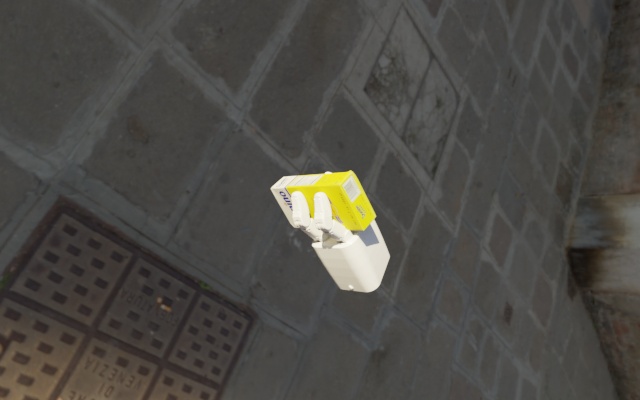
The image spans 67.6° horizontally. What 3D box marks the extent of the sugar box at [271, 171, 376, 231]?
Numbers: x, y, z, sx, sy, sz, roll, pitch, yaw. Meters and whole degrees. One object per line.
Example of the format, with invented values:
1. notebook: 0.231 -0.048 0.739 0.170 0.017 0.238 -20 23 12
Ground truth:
1. sugar box: 0.000 0.003 0.809 0.176 0.093 0.048 -4 32 46
